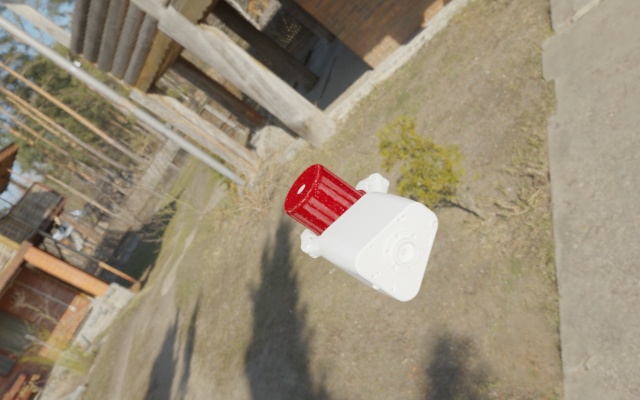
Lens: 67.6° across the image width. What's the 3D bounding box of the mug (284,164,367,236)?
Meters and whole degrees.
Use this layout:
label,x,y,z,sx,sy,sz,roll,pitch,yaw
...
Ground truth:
label,x,y,z,sx,sy,sz,roll,pitch,yaw
mug,-0.001,0.002,0.667,0.081,0.093,0.117,35,-7,-21
